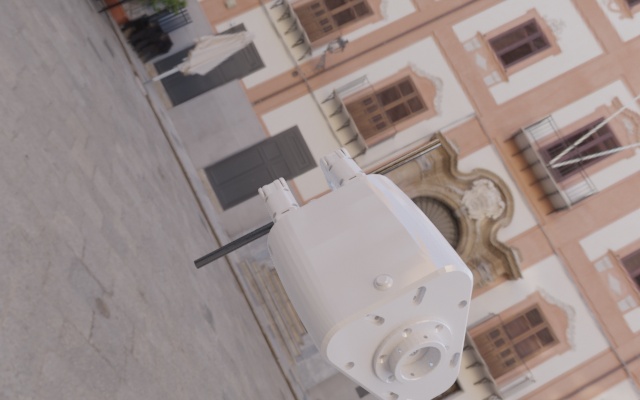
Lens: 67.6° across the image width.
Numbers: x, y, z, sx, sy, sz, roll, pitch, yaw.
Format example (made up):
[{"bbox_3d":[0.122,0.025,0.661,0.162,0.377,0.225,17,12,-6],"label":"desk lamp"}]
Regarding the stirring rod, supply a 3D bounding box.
[{"bbox_3d":[0.000,0.001,0.421,0.239,0.011,0.011,-27,3,-5],"label":"stirring rod"}]
